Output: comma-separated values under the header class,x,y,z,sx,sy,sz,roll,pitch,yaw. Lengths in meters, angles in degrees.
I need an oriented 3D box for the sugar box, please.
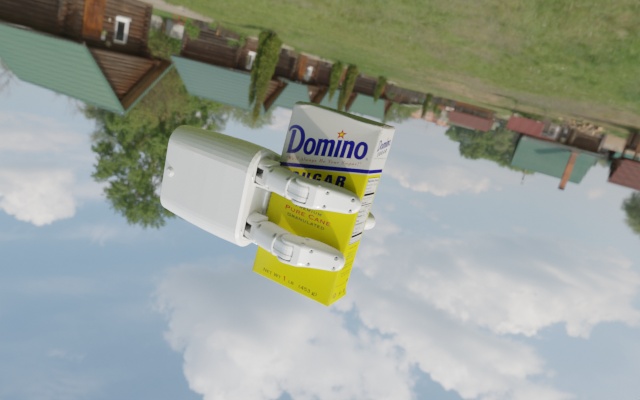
class,x,y,z,sx,sy,sz,roll,pitch,yaw
sugar box,0.000,0.002,0.459,0.093,0.176,0.048,20,16,22
